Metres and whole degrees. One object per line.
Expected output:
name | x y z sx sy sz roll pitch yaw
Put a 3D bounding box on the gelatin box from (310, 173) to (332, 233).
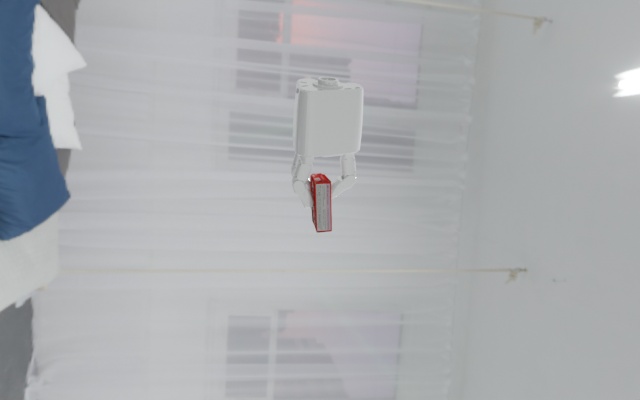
gelatin box | 0.001 0.003 0.823 0.030 0.089 0.073 -4 13 -6
